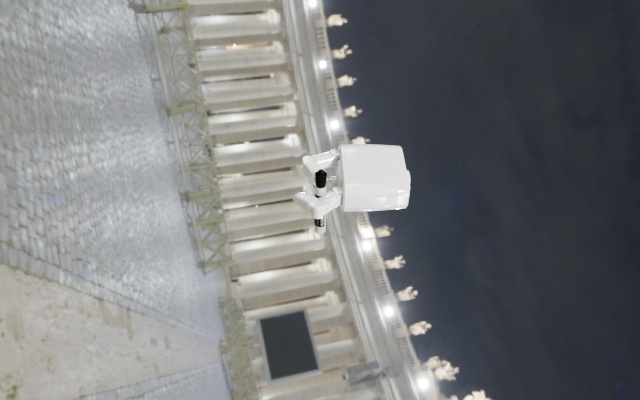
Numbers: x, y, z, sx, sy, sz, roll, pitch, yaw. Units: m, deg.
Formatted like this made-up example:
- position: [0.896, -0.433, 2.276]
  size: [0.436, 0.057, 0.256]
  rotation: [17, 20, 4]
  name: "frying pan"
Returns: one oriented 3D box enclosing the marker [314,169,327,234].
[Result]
- position: [0.000, 0.002, 0.761]
  size: [0.020, 0.121, 0.020]
  rotation: [1, 38, -1]
  name: "marker"
